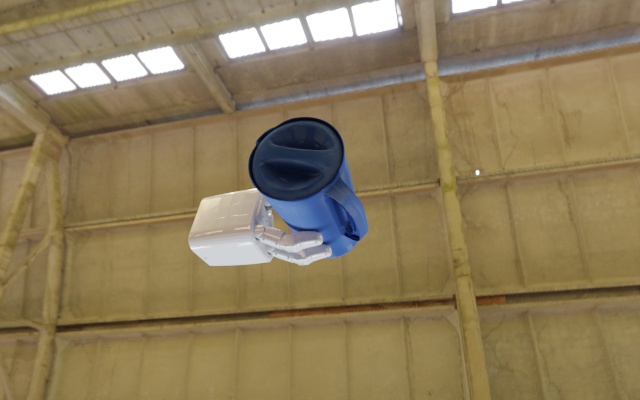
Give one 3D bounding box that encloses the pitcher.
[{"bbox_3d":[0.000,0.002,0.723,0.145,0.149,0.243,-9,-30,11],"label":"pitcher"}]
